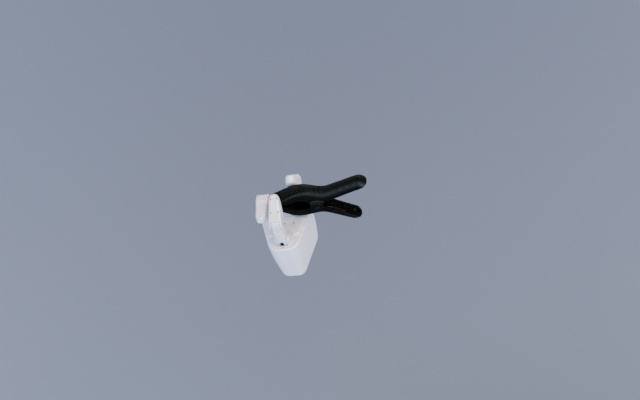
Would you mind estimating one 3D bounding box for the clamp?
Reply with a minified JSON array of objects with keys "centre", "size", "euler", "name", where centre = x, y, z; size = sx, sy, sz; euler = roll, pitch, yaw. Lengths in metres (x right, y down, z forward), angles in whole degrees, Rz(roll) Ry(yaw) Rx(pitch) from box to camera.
[{"centre":[0.000,0.003,0.844],"size":[0.171,0.039,0.120],"euler":[-6,-37,7],"name":"clamp"}]
